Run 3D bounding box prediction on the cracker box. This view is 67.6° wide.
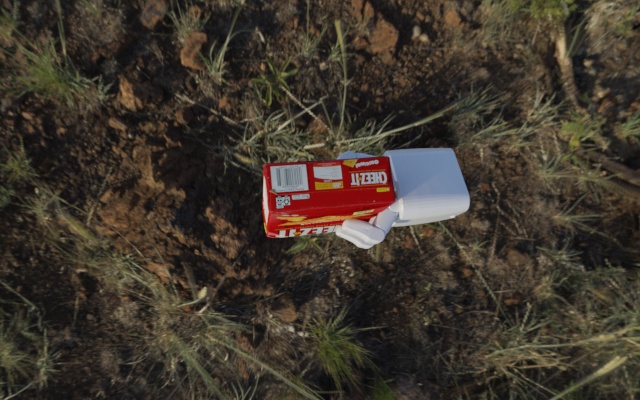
[{"bbox_3d":[0.000,0.002,0.696,0.164,0.072,0.214,-5,-12,-8],"label":"cracker box"}]
